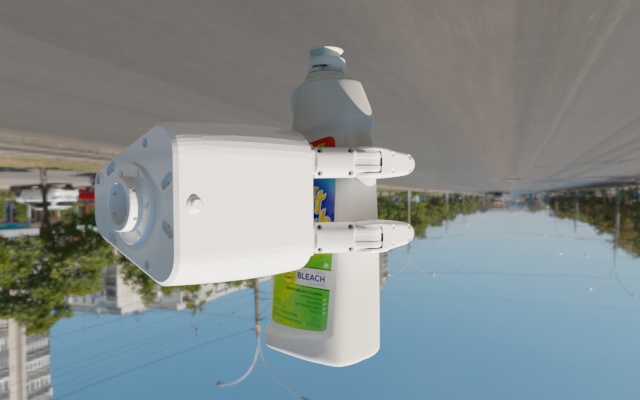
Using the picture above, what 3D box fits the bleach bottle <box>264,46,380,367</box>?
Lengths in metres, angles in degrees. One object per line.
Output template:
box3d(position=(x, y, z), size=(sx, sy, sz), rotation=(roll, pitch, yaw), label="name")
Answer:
box3d(position=(0.000, 0.001, 0.405), size=(0.102, 0.251, 0.068), rotation=(0, 2, 43), label="bleach bottle")
